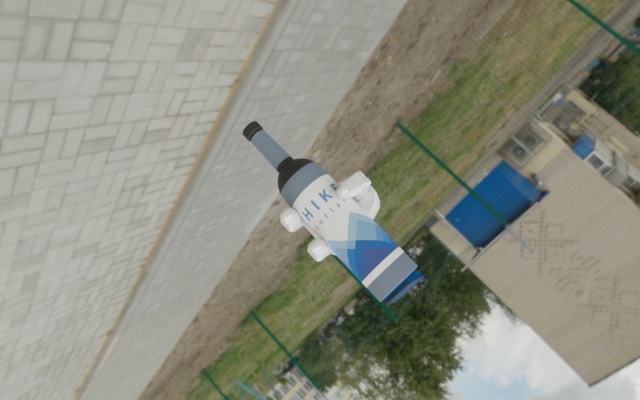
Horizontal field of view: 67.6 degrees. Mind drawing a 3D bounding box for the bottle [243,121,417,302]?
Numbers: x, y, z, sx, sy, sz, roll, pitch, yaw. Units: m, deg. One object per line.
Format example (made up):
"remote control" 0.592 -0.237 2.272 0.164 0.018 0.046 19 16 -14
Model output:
"bottle" 0.000 0.002 0.636 0.069 0.295 0.069 -41 -13 -12
